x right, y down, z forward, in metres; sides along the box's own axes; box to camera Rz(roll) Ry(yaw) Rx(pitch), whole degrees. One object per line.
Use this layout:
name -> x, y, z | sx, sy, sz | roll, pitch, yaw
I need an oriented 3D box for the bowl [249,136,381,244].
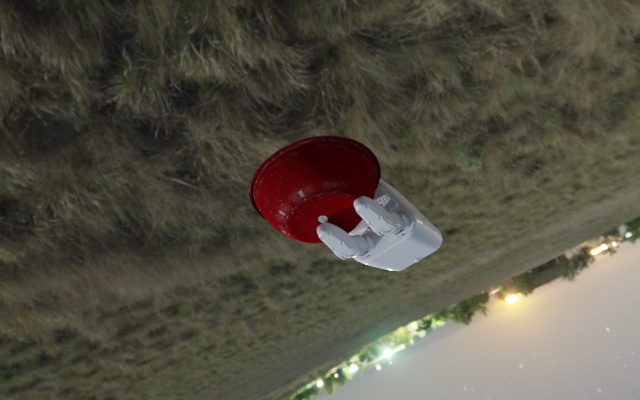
bowl -> -0.001, 0.002, 0.561 | 0.162, 0.055, 0.162 | -9, -40, -8
